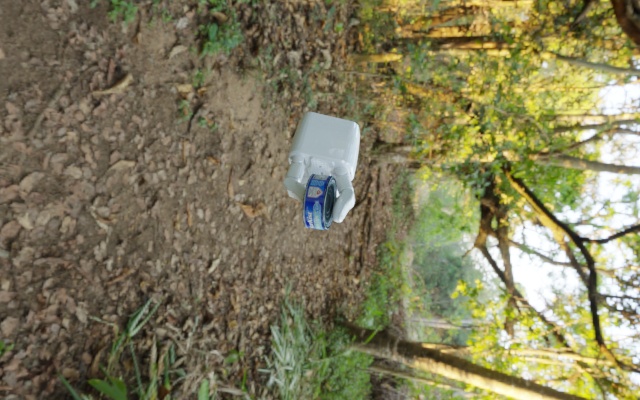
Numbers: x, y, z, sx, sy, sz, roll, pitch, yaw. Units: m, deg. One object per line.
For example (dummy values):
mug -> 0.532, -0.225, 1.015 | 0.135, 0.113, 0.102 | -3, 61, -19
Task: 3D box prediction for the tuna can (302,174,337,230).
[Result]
tuna can -> 0.001, 0.003, 0.743 | 0.034, 0.086, 0.086 | 7, 2, 14
